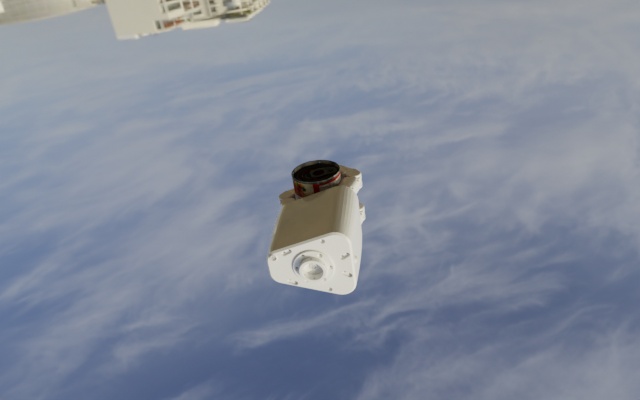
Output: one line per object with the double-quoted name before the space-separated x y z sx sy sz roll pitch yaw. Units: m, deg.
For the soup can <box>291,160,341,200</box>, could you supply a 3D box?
"soup can" 0.000 0.002 0.682 0.068 0.102 0.068 -7 30 4
